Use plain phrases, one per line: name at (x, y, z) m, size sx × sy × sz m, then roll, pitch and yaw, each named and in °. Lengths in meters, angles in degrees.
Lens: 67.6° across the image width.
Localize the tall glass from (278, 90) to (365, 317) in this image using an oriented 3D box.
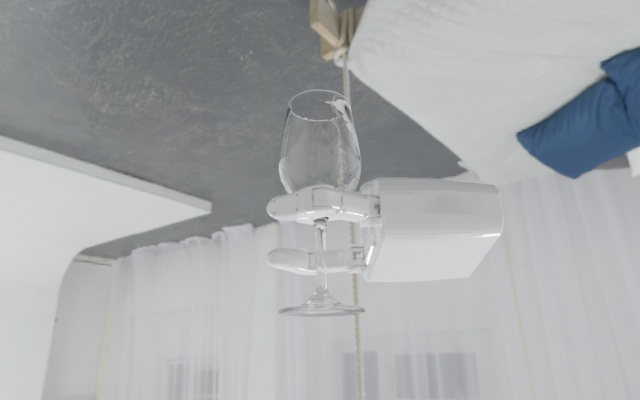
tall glass at (0.000, 0.002, 0.439) m, size 0.079 × 0.201 × 0.079 m, roll -1°, pitch -18°, yaw 0°
